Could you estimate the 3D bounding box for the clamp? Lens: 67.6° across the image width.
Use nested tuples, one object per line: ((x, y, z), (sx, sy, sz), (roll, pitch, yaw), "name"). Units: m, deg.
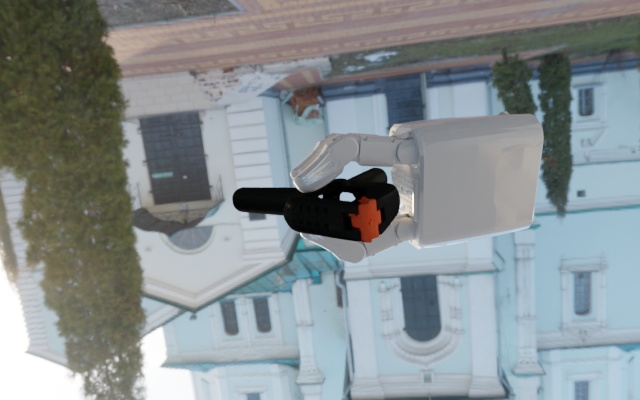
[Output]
((0.000, 0.002, 0.417), (0.164, 0.036, 0.210), (-9, 10, -5), "clamp")
